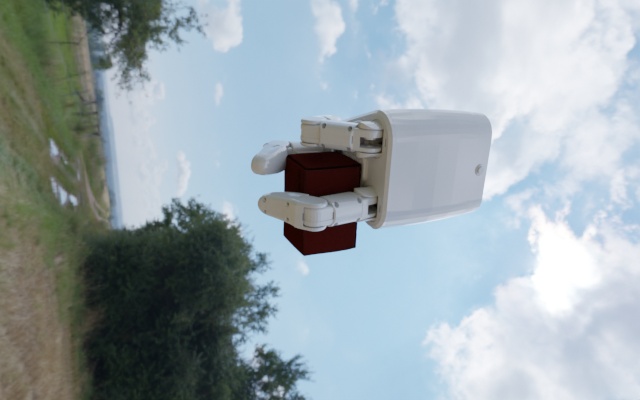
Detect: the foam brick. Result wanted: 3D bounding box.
[{"bbox_3d":[0.000,0.002,0.416,0.051,0.078,0.053,-6,21,-23],"label":"foam brick"}]
